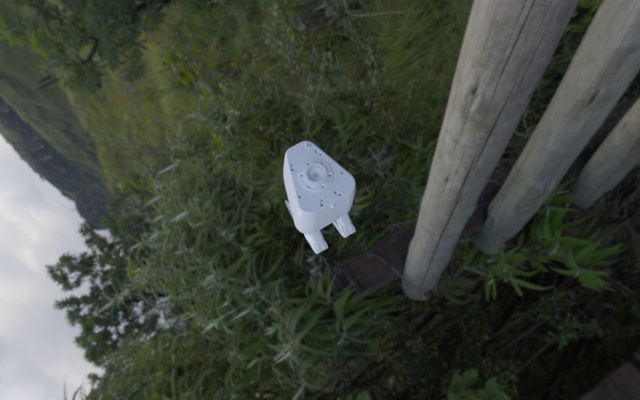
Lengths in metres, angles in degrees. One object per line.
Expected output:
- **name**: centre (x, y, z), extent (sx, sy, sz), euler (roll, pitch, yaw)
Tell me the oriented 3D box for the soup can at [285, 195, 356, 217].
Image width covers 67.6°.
- **soup can**: centre (0.000, 0.003, 0.813), extent (0.102, 0.068, 0.068), euler (-30, 6, -11)
